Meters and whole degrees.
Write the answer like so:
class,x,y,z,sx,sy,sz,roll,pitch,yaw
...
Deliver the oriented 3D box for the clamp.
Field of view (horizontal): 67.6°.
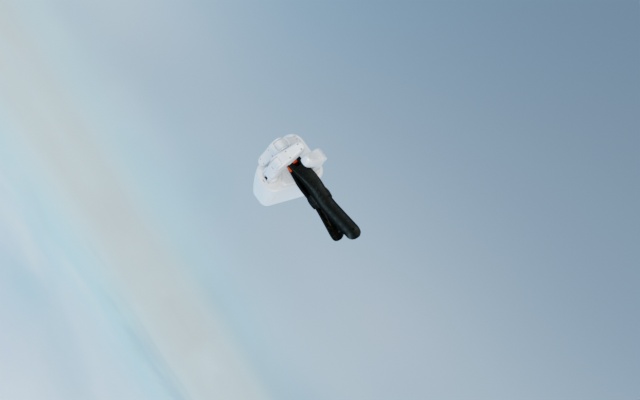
class,x,y,z,sx,sy,sz,roll,pitch,yaw
clamp,0.000,0.003,0.805,0.039,0.171,0.120,-33,-7,-19
